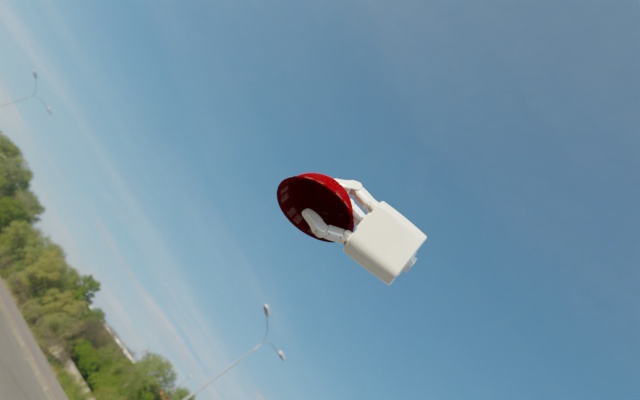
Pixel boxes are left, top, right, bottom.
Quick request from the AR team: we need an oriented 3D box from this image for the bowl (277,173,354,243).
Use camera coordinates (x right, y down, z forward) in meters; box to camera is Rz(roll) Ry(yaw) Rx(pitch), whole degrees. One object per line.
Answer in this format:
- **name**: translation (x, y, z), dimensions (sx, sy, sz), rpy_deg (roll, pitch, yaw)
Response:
- **bowl**: translation (-0.001, 0.002, 0.890), dimensions (0.162, 0.162, 0.055), rpy_deg (0, 41, 37)
